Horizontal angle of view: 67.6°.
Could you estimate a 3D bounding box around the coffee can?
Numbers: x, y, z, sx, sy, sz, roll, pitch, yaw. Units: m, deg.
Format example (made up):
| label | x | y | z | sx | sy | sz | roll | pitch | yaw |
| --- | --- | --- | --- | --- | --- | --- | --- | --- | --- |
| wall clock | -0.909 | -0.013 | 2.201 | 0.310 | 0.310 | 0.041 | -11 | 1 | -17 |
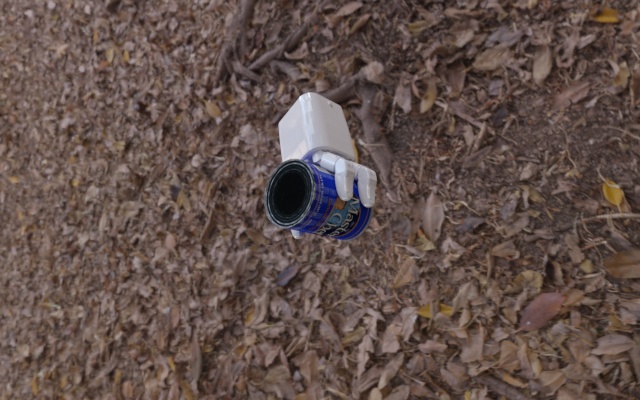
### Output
| label | x | y | z | sx | sy | sz | roll | pitch | yaw |
| --- | --- | --- | --- | --- | --- | --- | --- | --- | --- |
| coffee can | 0.000 | 0.003 | 0.731 | 0.103 | 0.103 | 0.140 | 0 | -11 | 42 |
